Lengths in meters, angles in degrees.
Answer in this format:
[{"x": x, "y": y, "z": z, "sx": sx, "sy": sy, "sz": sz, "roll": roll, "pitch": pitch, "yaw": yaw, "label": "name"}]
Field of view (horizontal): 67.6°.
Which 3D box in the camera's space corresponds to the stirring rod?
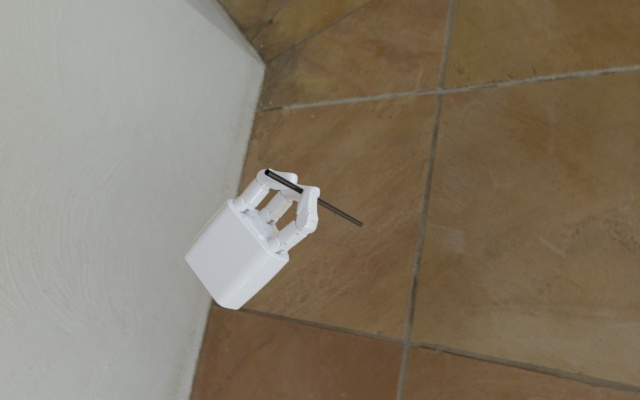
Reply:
[{"x": 0.000, "y": 0.002, "z": 0.671, "sx": 0.011, "sy": 0.011, "sz": 0.239, "roll": 0, "pitch": -18, "yaw": 34, "label": "stirring rod"}]
